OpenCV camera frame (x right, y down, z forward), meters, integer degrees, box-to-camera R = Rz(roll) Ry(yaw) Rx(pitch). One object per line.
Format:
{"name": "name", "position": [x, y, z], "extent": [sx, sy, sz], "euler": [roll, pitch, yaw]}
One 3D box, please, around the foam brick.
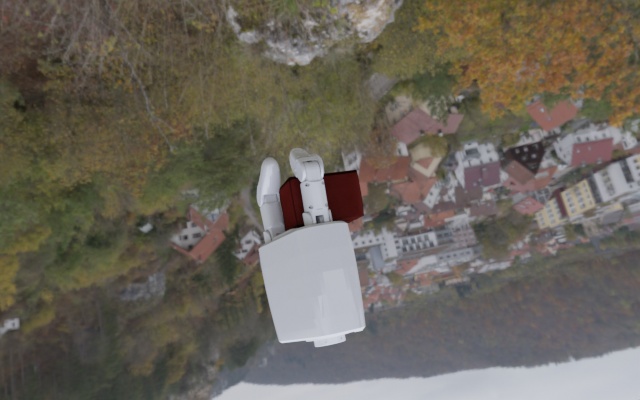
{"name": "foam brick", "position": [0.000, 0.002, 0.517], "extent": [0.078, 0.051, 0.053], "euler": [-8, -11, -19]}
